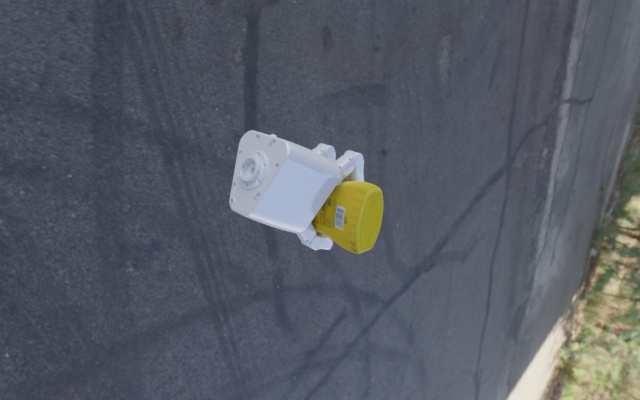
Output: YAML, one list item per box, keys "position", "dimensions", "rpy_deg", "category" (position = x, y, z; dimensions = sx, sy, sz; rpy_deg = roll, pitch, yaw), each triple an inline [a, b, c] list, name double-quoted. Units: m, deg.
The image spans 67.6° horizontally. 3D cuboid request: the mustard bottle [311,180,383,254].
- position: [0.001, 0.002, 0.706]
  dimensions: [0.191, 0.096, 0.058]
  rpy_deg: [21, 25, 39]
  category: "mustard bottle"
